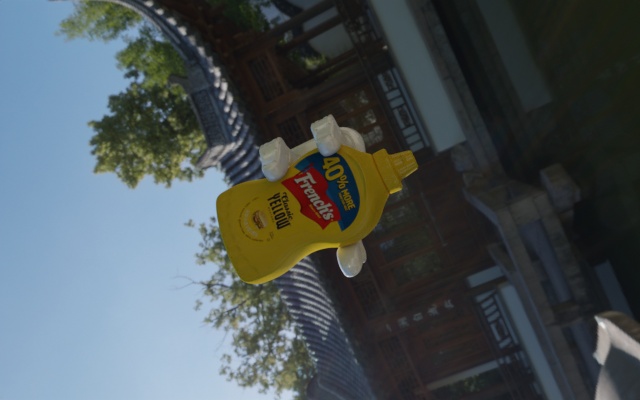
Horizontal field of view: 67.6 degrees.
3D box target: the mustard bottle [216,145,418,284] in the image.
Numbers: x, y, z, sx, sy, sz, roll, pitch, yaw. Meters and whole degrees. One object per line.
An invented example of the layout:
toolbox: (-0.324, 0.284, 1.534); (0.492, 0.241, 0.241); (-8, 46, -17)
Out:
mustard bottle: (0.000, 0.002, 0.451); (0.191, 0.096, 0.058); (-24, -20, 11)
